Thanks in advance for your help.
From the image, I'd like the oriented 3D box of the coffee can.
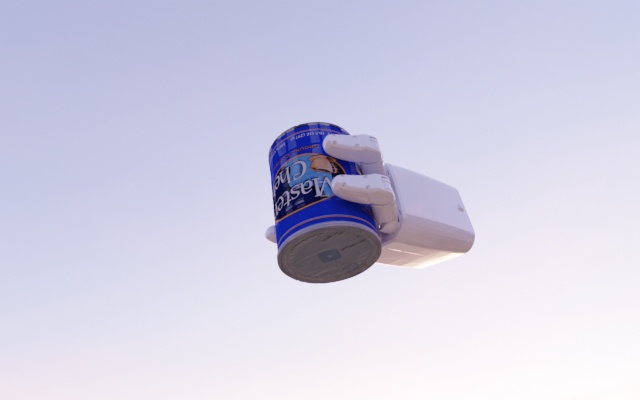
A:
[{"bbox_3d":[0.000,0.002,0.506,0.103,0.140,0.103,-6,-38,-5],"label":"coffee can"}]
